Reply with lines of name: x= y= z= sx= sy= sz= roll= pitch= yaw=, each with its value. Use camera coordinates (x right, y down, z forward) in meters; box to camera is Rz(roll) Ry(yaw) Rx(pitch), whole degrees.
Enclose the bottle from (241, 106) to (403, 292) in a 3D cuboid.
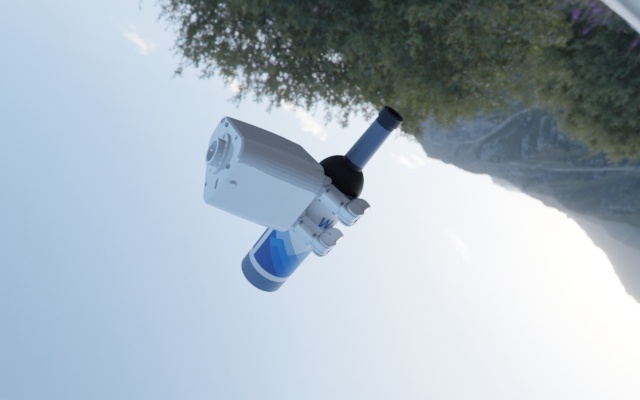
bottle: x=0.000 y=0.002 z=0.607 sx=0.069 sy=0.069 sz=0.296 roll=0 pitch=-43 yaw=-51
